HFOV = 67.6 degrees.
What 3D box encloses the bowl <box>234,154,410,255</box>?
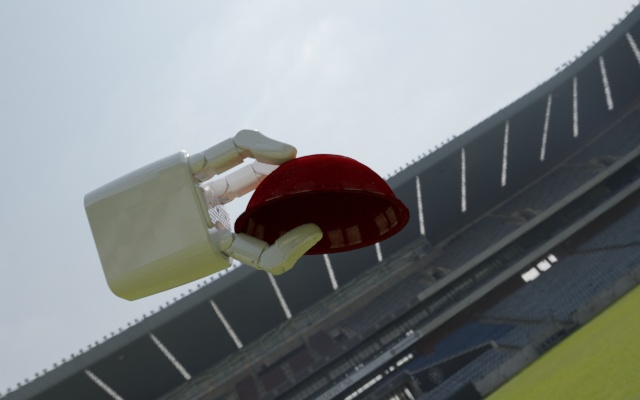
[{"bbox_3d":[0.001,0.001,0.451,0.162,0.055,0.162,-4,-24,-2],"label":"bowl"}]
